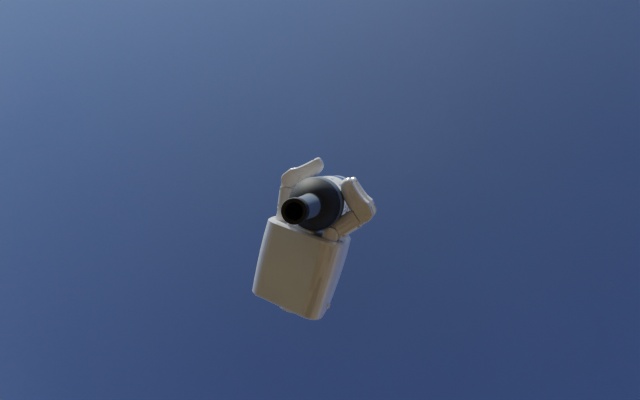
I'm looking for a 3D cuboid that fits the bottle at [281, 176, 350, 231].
[{"bbox_3d":[0.000,0.002,0.623,0.069,0.069,0.295,0,3,11],"label":"bottle"}]
